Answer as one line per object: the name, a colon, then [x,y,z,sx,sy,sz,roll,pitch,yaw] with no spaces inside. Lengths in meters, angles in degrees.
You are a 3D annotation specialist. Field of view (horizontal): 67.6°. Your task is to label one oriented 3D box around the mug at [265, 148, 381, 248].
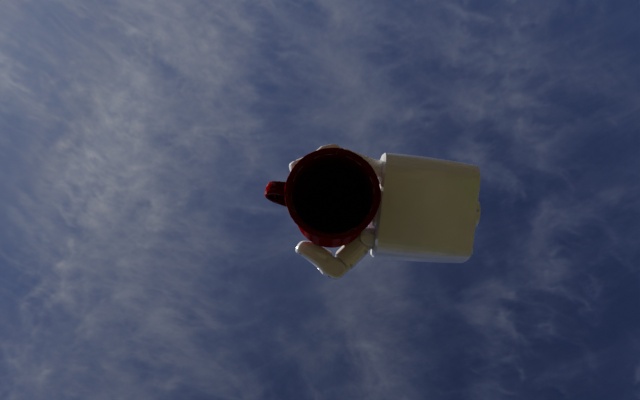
mug: [-0.001,0.002,0.498,0.117,0.093,0.081,7,-16,2]
